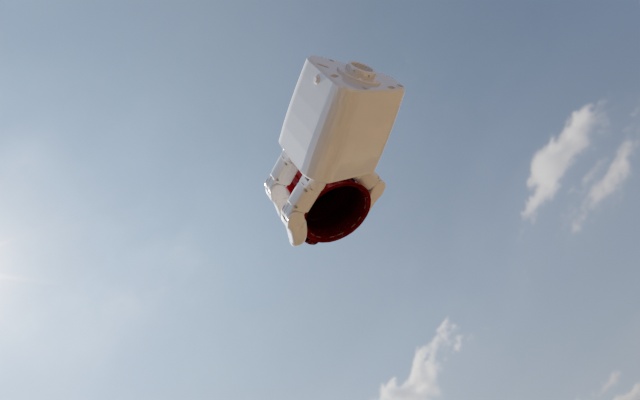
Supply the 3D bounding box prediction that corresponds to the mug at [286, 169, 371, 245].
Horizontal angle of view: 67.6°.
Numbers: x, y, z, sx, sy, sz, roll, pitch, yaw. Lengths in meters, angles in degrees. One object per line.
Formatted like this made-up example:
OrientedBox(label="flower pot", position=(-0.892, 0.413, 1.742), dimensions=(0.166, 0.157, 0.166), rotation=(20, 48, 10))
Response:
OrientedBox(label="mug", position=(0.000, 0.003, 0.610), dimensions=(0.093, 0.117, 0.081), rotation=(2, 36, -32))
